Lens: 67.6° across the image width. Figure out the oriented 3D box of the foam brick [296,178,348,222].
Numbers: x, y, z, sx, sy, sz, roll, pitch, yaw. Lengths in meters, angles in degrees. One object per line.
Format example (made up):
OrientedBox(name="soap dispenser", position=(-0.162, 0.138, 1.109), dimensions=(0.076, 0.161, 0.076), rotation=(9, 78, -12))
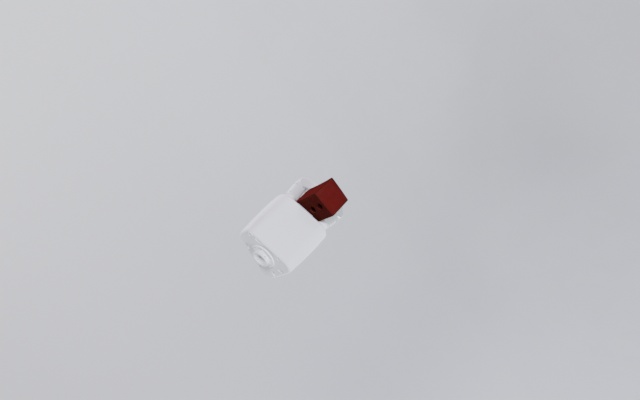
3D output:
OrientedBox(name="foam brick", position=(0.000, 0.003, 0.864), dimensions=(0.051, 0.053, 0.078), rotation=(-44, 11, -36))
